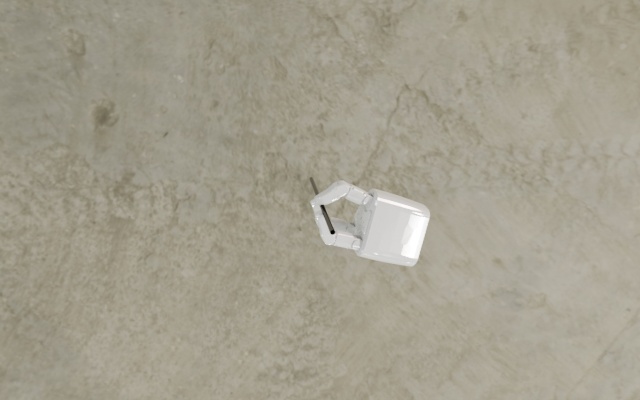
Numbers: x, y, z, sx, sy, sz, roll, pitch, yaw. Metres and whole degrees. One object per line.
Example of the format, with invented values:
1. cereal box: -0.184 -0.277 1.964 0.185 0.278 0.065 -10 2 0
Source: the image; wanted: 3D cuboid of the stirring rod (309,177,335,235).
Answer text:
1. stirring rod: 0.000 0.003 0.813 0.011 0.011 0.239 0 22 -9
